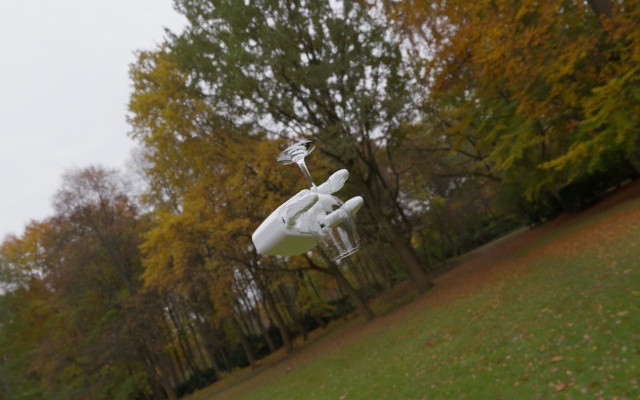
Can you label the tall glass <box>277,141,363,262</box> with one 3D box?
[{"bbox_3d":[0.000,0.002,0.815,0.079,0.201,0.079,-25,-13,-6],"label":"tall glass"}]
